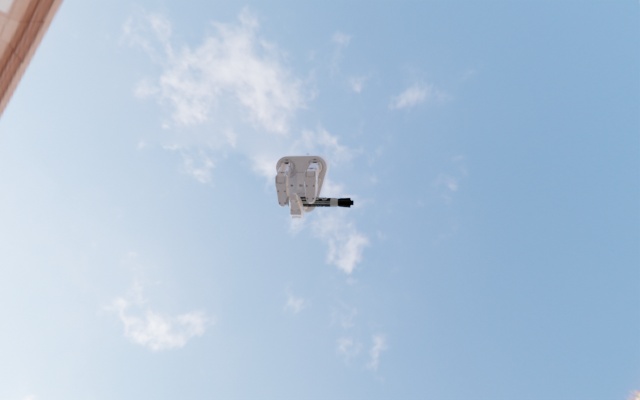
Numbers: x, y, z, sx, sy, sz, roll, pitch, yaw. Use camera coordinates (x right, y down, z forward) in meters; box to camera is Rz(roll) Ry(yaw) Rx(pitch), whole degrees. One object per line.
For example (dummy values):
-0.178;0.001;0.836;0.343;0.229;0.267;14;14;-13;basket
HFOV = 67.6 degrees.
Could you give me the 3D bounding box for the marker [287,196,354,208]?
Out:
0.000;0.003;0.870;0.121;0.020;0.020;1;0;7;marker
